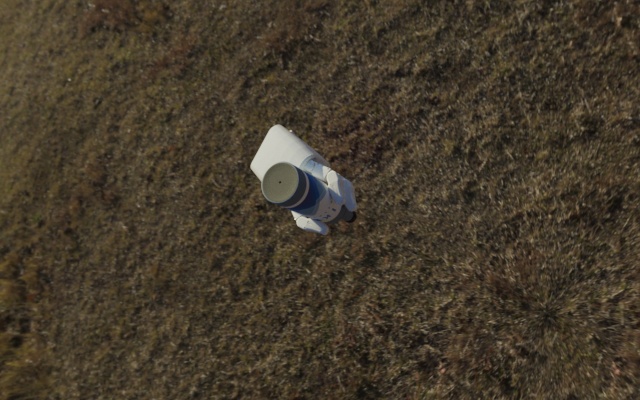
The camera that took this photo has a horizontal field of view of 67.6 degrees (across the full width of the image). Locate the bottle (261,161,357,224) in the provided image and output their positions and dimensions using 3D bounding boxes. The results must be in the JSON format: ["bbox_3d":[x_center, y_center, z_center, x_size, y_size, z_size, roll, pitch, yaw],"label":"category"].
[{"bbox_3d":[0.000,0.003,0.852,0.069,0.069,0.296,0,-12,25],"label":"bottle"}]
